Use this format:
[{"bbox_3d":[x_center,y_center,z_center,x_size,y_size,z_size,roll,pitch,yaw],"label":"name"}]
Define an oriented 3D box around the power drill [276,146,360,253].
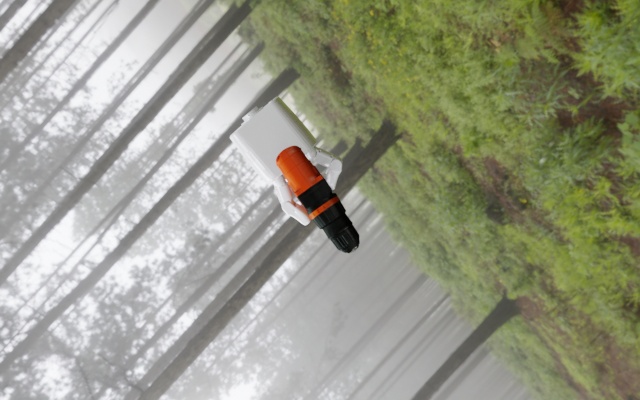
[{"bbox_3d":[0.000,0.002,0.783,0.057,0.184,0.187,-33,-3,-2],"label":"power drill"}]
